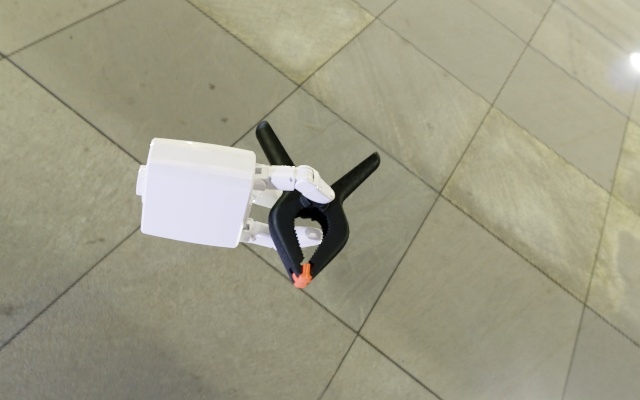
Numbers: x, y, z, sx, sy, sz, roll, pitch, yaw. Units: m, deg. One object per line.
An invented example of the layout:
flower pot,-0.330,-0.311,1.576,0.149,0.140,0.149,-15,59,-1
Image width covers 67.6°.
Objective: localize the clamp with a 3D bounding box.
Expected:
clamp,0.000,0.002,0.564,0.164,0.209,0.036,8,-33,-14
